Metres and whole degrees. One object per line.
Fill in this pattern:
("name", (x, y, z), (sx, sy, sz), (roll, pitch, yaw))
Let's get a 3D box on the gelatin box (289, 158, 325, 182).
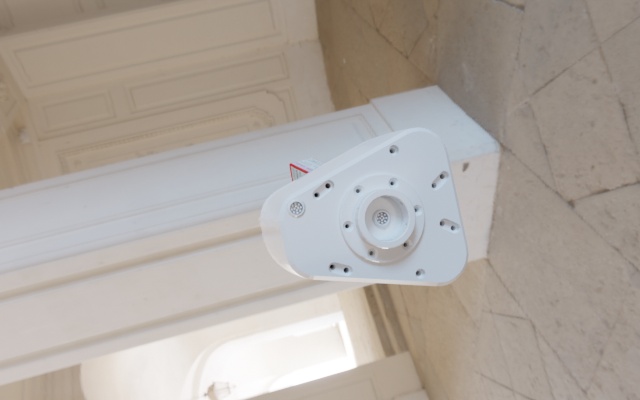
("gelatin box", (0.000, 0.002, 0.457), (0.030, 0.073, 0.089), (-14, 15, -16))
